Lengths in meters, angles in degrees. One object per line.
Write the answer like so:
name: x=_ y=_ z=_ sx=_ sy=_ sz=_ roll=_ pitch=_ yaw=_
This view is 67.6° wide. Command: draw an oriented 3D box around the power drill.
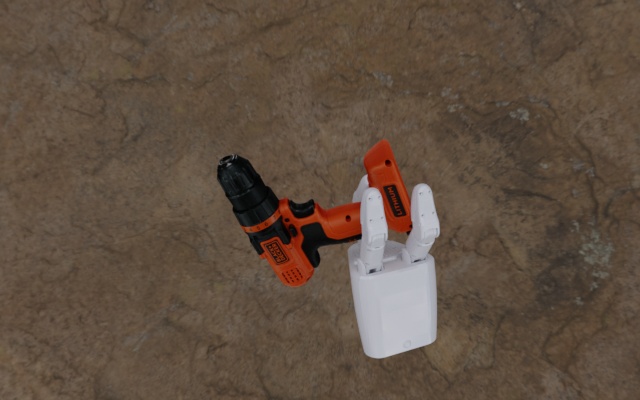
power drill: x=0.001 y=0.002 z=0.532 sx=0.187 sy=0.184 sz=0.057 roll=-20 pitch=33 yaw=13
